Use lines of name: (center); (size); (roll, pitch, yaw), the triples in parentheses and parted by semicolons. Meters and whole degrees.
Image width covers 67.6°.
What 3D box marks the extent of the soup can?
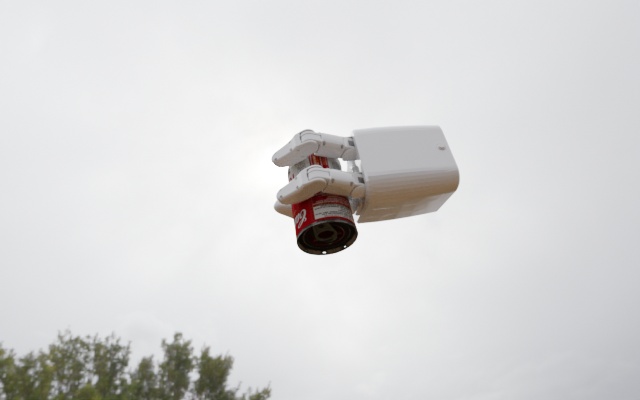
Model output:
soup can: (0.000, 0.002, 0.545); (0.068, 0.102, 0.069); (-7, -36, -5)
